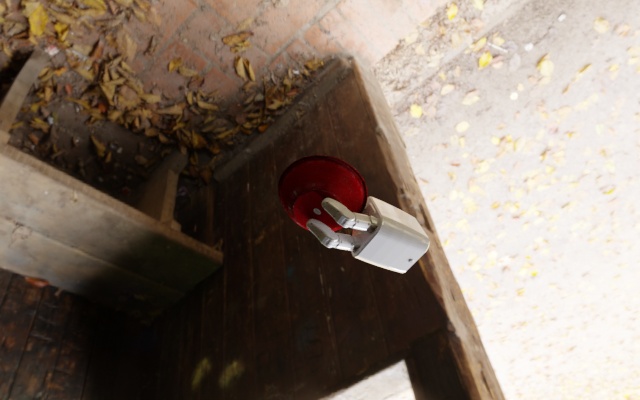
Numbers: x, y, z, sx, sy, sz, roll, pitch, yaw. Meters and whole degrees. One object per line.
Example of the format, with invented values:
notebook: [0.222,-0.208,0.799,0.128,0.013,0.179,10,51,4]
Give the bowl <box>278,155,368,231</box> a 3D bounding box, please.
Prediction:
bowl: [-0.001,0.003,0.832,0.162,0.162,0.055,0,36,9]
